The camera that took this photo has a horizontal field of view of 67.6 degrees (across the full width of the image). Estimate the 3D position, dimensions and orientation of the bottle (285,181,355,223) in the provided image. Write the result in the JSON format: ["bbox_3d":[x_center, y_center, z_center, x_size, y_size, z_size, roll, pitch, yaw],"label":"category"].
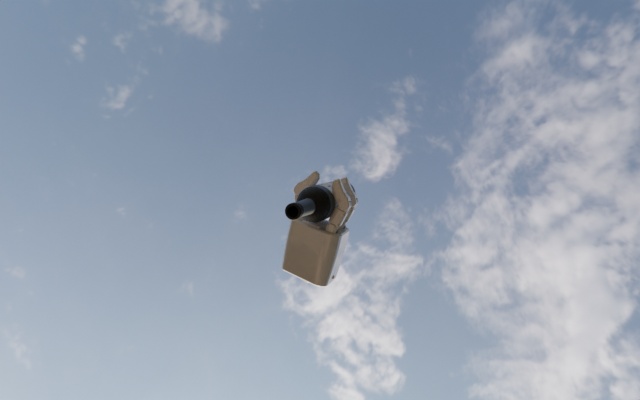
[{"bbox_3d":[0.000,0.003,0.893,0.069,0.069,0.295,0,6,17],"label":"bottle"}]
